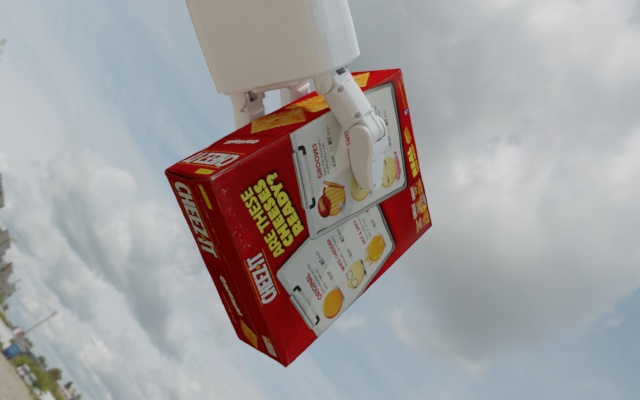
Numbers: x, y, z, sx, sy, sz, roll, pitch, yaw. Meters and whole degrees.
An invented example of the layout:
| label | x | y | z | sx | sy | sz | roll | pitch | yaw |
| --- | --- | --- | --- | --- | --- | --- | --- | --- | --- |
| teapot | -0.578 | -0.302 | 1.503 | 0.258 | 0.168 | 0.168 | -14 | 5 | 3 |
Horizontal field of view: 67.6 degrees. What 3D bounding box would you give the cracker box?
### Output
| label | x | y | z | sx | sy | sz | roll | pitch | yaw |
| --- | --- | --- | --- | --- | --- | --- | --- | --- | --- |
| cracker box | 0.000 | 0.001 | 0.406 | 0.072 | 0.164 | 0.213 | 10 | 36 | 44 |
